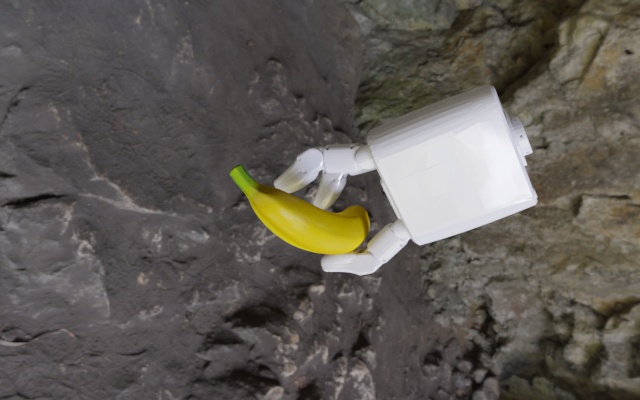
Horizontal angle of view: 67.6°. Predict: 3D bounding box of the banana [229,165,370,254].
[{"bbox_3d":[0.004,0.017,0.428,0.037,0.069,0.198,-29,-26,24],"label":"banana"}]
